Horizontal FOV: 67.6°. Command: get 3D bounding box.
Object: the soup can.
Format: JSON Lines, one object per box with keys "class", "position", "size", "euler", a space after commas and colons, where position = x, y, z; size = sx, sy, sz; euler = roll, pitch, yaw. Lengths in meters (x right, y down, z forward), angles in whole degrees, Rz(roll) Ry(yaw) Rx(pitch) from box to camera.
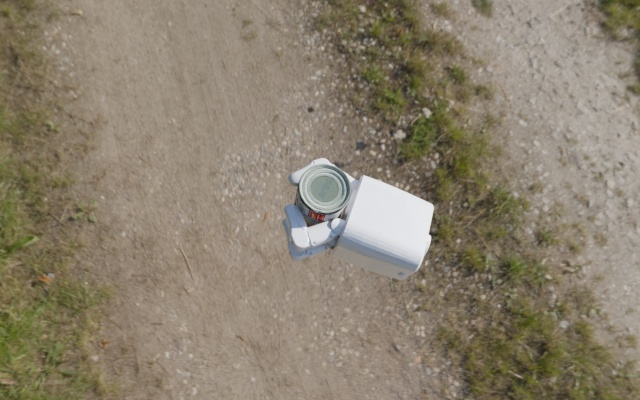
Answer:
{"class": "soup can", "position": [0.000, 0.002, 0.627], "size": [0.068, 0.068, 0.102], "euler": [0, -20, -7]}
